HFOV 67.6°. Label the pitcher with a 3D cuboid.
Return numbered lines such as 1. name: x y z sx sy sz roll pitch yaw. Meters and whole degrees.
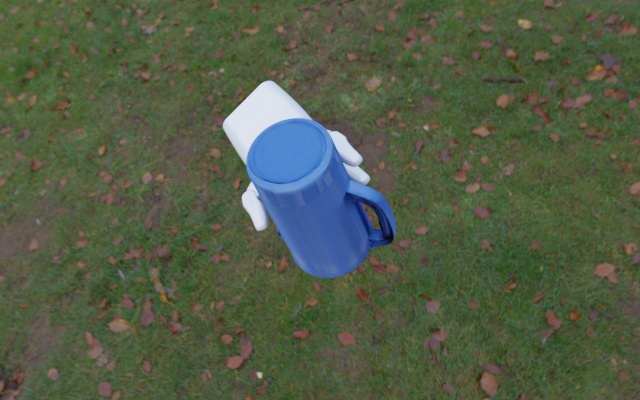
1. pitcher: 0.000 0.002 0.650 0.149 0.145 0.243 -34 -33 -6
